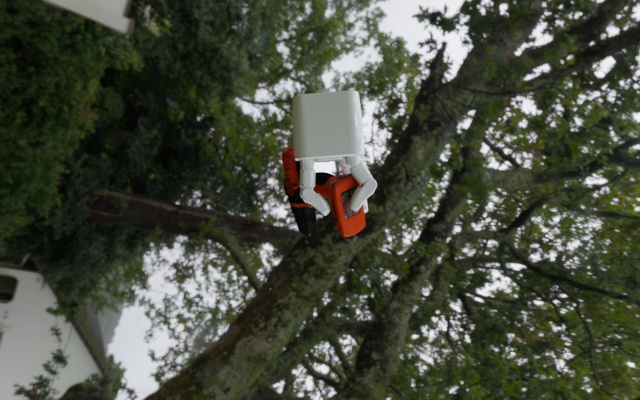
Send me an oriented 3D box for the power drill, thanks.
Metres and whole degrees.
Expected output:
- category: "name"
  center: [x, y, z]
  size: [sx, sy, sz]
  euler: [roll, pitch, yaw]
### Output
- category: "power drill"
  center: [0.000, 0.003, 0.876]
  size: [0.057, 0.184, 0.187]
  euler: [-27, 29, -29]
